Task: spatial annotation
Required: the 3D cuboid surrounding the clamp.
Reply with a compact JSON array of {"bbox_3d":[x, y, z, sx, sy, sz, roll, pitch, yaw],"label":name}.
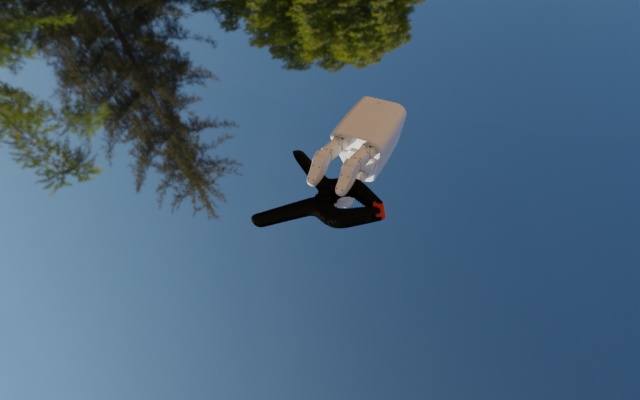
[{"bbox_3d":[0.001,0.003,0.772,0.210,0.164,0.036,20,-29,28],"label":"clamp"}]
